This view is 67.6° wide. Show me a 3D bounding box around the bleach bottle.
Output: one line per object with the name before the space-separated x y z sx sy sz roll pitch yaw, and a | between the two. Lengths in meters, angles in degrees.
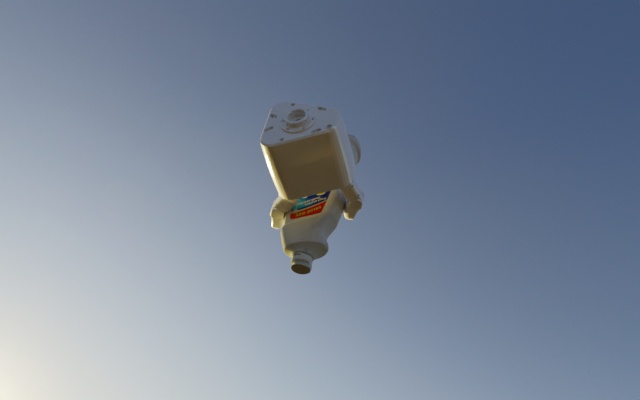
bleach bottle | 0.000 0.002 0.754 0.102 0.250 0.068 -1 -41 15
